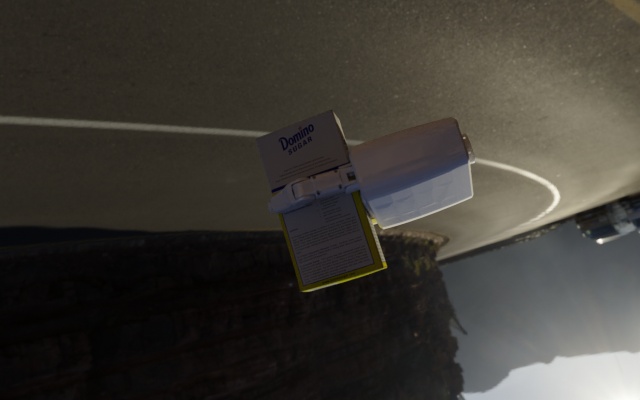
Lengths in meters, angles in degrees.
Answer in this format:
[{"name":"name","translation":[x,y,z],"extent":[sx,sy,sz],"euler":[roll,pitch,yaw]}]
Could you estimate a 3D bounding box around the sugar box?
[{"name":"sugar box","translation":[0.000,0.002,0.516],"extent":[0.093,0.176,0.048],"euler":[-18,-13,11]}]
